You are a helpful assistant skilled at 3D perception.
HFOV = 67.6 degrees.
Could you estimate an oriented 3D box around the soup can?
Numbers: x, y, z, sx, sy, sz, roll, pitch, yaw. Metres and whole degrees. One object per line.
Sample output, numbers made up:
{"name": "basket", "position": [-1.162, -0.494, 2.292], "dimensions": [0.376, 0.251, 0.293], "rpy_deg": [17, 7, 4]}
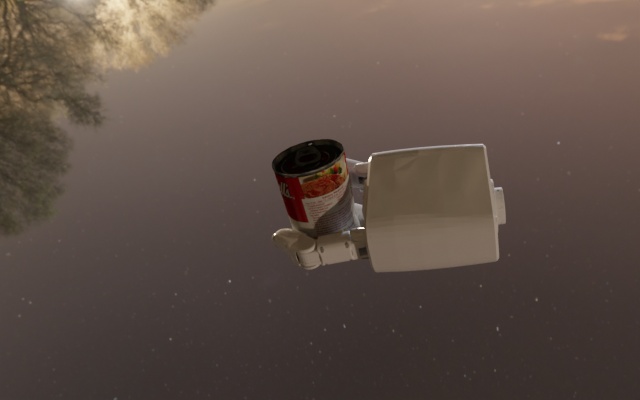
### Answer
{"name": "soup can", "position": [0.000, 0.002, 0.458], "dimensions": [0.068, 0.102, 0.068], "rpy_deg": [-12, 30, 7]}
